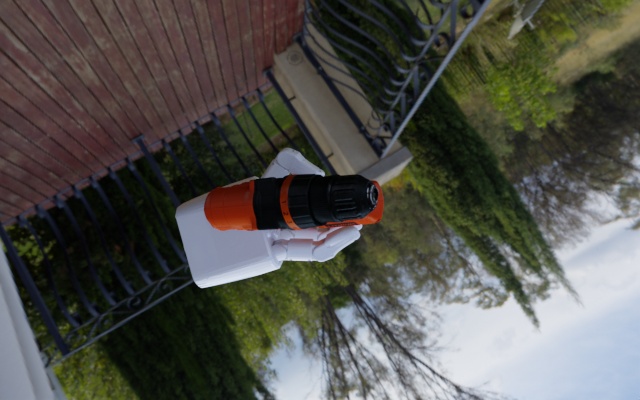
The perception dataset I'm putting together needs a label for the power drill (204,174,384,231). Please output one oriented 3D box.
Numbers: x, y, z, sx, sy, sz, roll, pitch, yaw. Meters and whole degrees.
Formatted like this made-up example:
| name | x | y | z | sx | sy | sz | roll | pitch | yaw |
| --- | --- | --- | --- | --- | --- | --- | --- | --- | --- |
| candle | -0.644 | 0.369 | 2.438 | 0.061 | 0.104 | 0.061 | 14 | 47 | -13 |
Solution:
| name | x | y | z | sx | sy | sz | roll | pitch | yaw |
| --- | --- | --- | --- | --- | --- | --- | --- | --- | --- |
| power drill | 0.000 | 0.002 | 0.513 | 0.184 | 0.057 | 0.187 | -3 | -3 | 29 |
